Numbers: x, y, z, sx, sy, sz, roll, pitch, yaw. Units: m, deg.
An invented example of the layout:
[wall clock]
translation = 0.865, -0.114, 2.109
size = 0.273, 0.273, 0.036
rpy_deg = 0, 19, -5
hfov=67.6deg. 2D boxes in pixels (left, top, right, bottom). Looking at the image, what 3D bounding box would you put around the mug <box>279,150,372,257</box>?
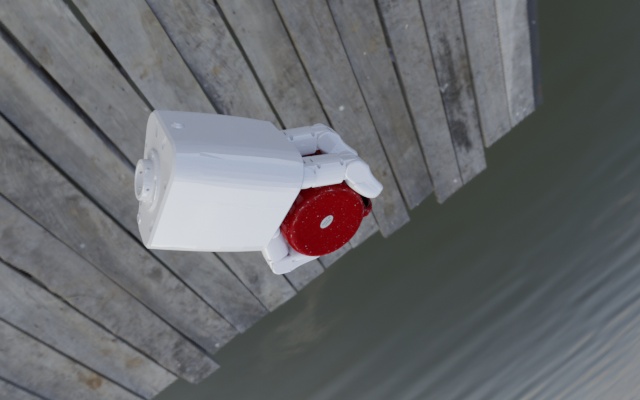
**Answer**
[mug]
translation = 0.001, 0.002, 0.481
size = 0.117, 0.093, 0.081
rpy_deg = 2, 31, -32
